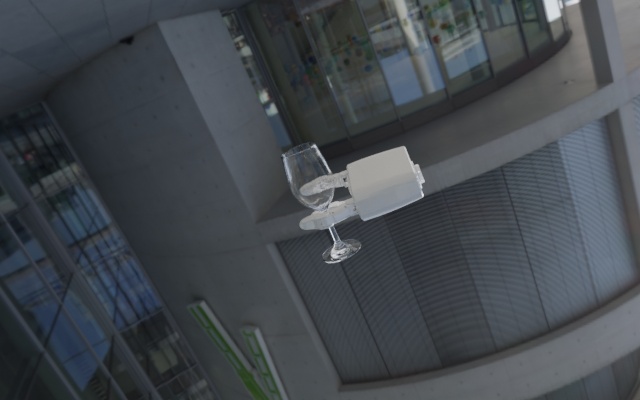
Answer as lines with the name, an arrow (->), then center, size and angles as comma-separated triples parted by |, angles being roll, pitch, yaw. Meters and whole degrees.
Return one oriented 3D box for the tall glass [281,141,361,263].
tall glass -> 0.000, 0.003, 0.816 | 0.079, 0.201, 0.079 | -22, 18, 7
